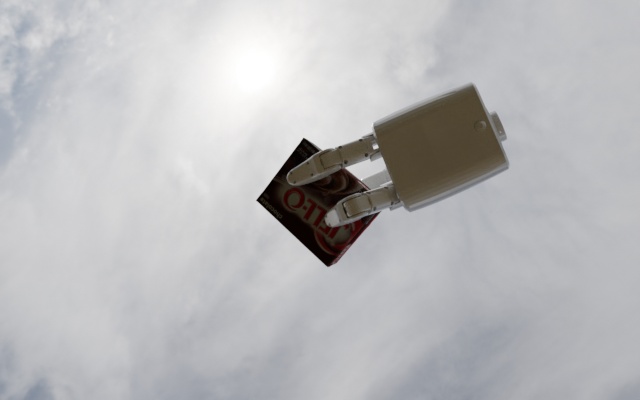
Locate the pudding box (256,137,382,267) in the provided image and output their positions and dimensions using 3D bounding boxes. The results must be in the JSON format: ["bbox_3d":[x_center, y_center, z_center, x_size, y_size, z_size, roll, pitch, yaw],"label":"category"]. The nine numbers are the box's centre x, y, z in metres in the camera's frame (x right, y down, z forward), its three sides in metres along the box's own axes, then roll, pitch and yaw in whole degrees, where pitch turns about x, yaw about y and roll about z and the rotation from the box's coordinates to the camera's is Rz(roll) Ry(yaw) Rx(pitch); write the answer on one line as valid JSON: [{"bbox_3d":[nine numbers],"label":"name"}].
[{"bbox_3d":[0.000,0.002,0.520,0.113,0.090,0.039,42,12,16],"label":"pudding box"}]
